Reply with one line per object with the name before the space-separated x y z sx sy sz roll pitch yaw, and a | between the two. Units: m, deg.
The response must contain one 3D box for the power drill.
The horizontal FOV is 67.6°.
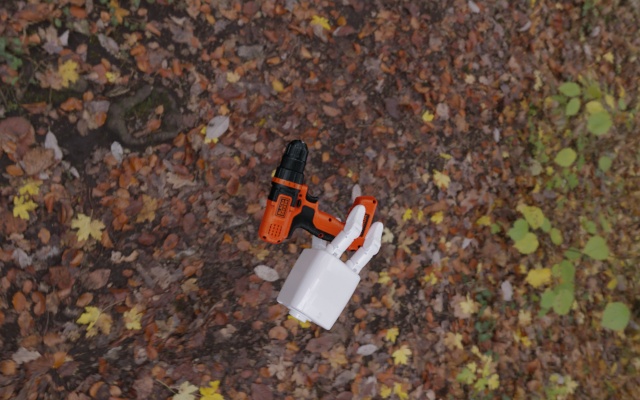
power drill | 0.000 0.003 0.839 0.187 0.184 0.057 17 3 -14
